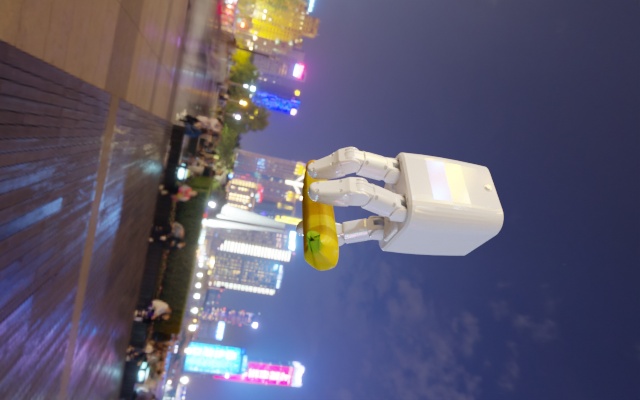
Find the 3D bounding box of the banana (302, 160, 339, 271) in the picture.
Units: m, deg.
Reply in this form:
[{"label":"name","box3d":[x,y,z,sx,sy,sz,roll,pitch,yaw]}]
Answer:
[{"label":"banana","box3d":[-0.001,0.020,0.515,0.037,0.070,0.197,2,24,-4]}]
